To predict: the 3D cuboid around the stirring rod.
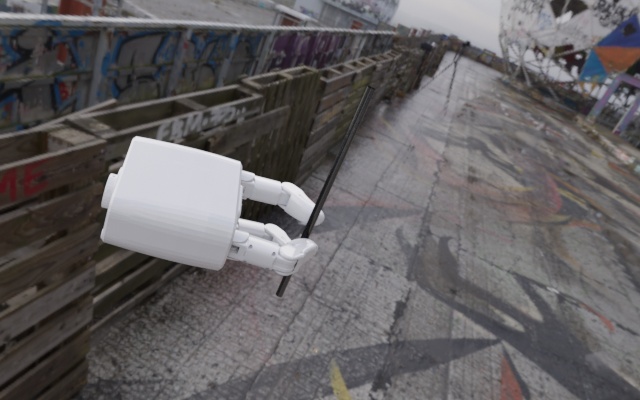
[{"bbox_3d":[0.000,0.002,0.468,0.011,0.240,0.011,20,24,-9],"label":"stirring rod"}]
